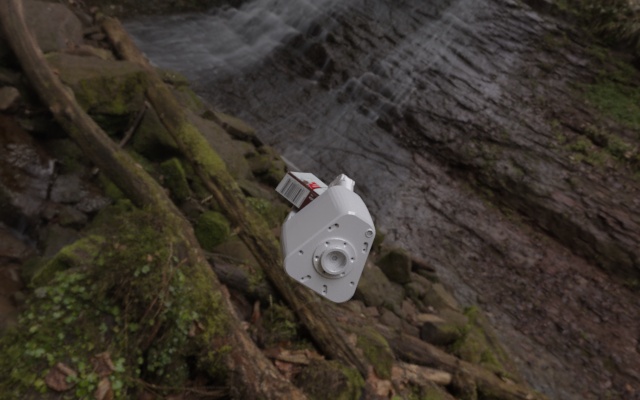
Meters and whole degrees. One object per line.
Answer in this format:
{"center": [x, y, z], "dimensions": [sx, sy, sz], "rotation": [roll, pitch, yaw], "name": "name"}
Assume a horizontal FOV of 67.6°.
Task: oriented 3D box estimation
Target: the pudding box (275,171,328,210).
{"center": [0.000, 0.002, 0.711], "dimensions": [0.113, 0.039, 0.090], "rotation": [39, 13, 14], "name": "pudding box"}
